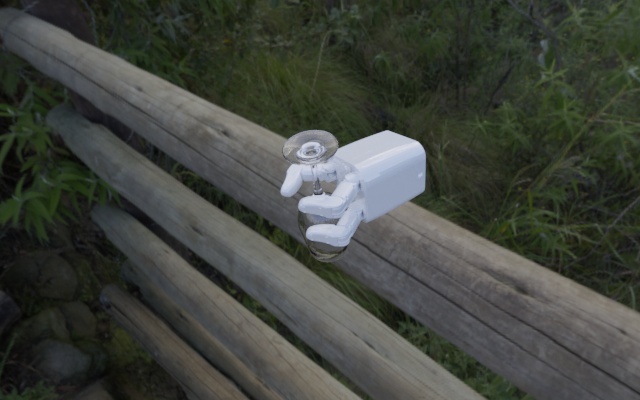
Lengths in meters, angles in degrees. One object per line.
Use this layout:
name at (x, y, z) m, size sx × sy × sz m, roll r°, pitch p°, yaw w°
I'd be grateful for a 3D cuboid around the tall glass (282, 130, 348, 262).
tall glass at (0.000, 0.002, 0.686) m, size 0.079 × 0.201 × 0.079 m, roll -5°, pitch 43°, yaw 5°
